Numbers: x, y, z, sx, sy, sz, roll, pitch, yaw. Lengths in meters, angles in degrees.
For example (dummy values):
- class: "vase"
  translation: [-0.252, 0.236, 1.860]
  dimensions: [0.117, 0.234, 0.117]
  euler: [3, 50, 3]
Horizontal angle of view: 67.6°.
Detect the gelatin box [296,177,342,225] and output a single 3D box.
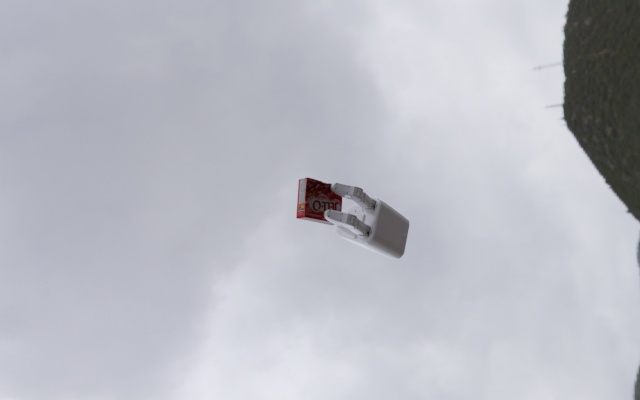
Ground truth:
- class: "gelatin box"
  translation: [0.000, 0.003, 0.875]
  dimensions: [0.089, 0.073, 0.030]
  euler: [13, -15, -37]
